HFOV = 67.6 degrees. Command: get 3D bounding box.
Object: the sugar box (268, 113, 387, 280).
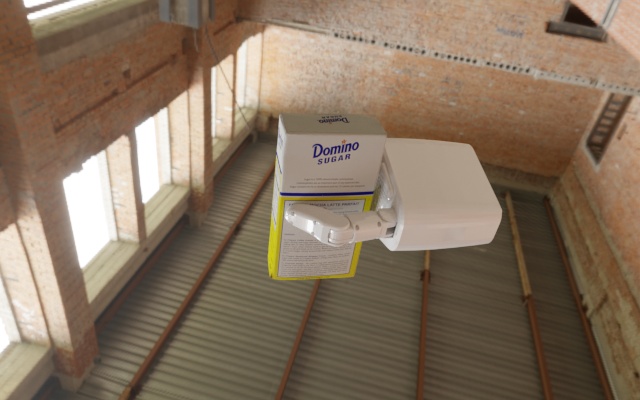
[{"bbox_3d":[0.000,0.001,0.470,0.093,0.176,0.048,0,35,-14],"label":"sugar box"}]
